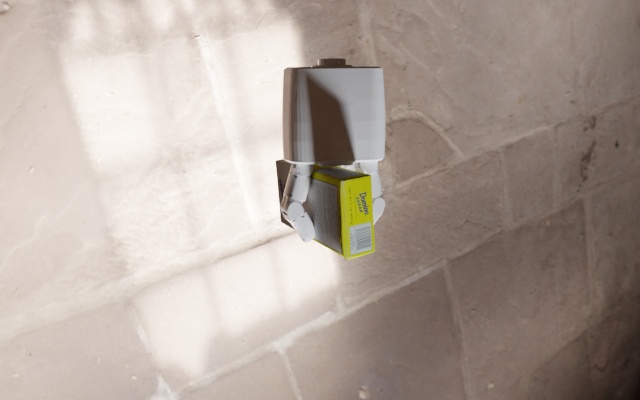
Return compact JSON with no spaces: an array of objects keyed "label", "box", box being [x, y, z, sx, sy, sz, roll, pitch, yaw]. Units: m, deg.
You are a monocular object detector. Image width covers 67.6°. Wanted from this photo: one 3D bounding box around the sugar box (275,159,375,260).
[{"label":"sugar box","box":[0.001,0.002,0.593,0.048,0.093,0.176,-11,17,-24]}]
